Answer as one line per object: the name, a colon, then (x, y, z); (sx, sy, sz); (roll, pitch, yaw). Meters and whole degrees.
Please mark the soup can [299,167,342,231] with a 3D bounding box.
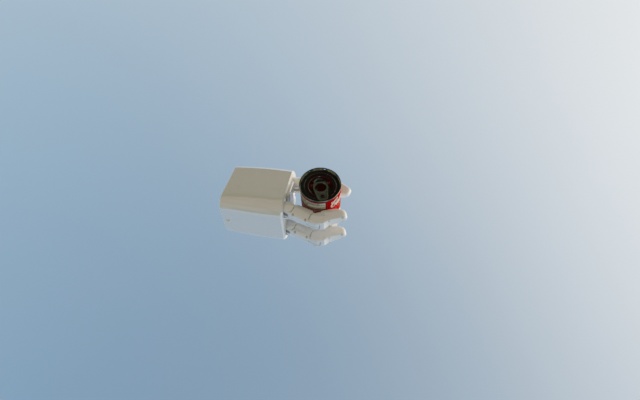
soup can: (0.001, 0.003, 0.798); (0.068, 0.068, 0.102); (0, -34, 1)
